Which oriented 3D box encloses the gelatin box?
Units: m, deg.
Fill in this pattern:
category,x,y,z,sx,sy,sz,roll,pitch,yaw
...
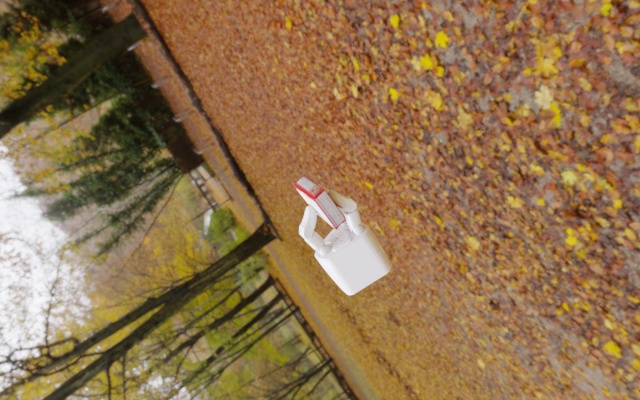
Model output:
category,x,y,z,sx,sy,sz,roll,pitch,yaw
gelatin box,0.000,0.003,0.861,0.073,0.030,0.089,36,-12,51
